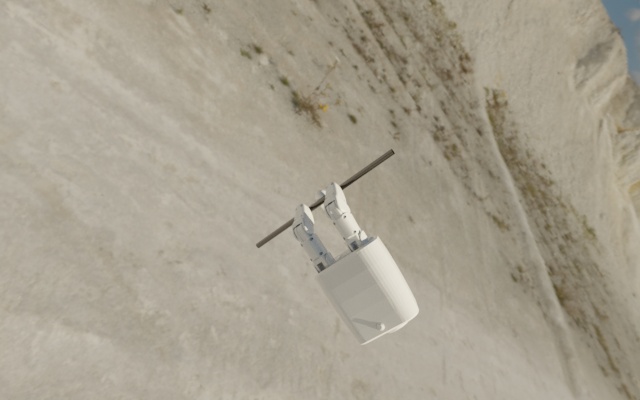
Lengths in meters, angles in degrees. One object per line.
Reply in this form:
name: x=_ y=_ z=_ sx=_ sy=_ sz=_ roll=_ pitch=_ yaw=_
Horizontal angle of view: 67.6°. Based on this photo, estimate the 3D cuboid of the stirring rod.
stirring rod: x=0.000 y=0.002 z=0.646 sx=0.239 sy=0.011 sz=0.011 roll=-35 pitch=-15 yaw=23
